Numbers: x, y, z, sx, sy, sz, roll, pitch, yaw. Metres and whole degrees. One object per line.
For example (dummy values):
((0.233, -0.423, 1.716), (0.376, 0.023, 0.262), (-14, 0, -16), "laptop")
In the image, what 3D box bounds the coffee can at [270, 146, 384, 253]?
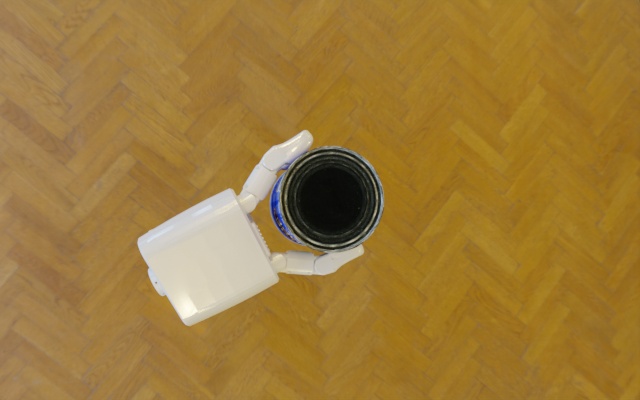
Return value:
((0.000, 0.002, 0.520), (0.103, 0.103, 0.140), (0, -3, -9), "coffee can")
